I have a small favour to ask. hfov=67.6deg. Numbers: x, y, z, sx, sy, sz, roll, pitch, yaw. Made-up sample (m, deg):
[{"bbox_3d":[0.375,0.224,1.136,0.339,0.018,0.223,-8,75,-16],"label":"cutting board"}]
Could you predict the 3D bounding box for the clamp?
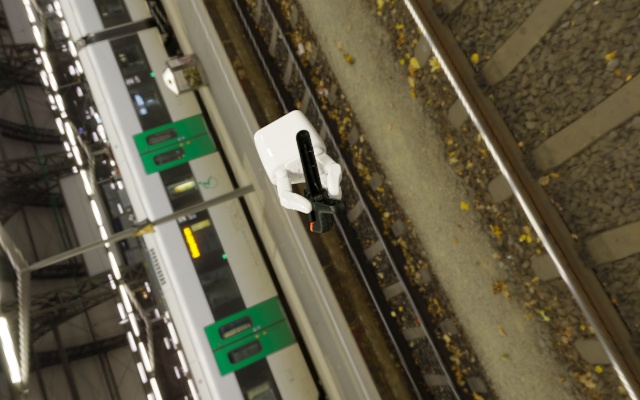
[{"bbox_3d":[-0.001,0.003,0.822,0.036,0.164,0.210,-18,-36,-12],"label":"clamp"}]
